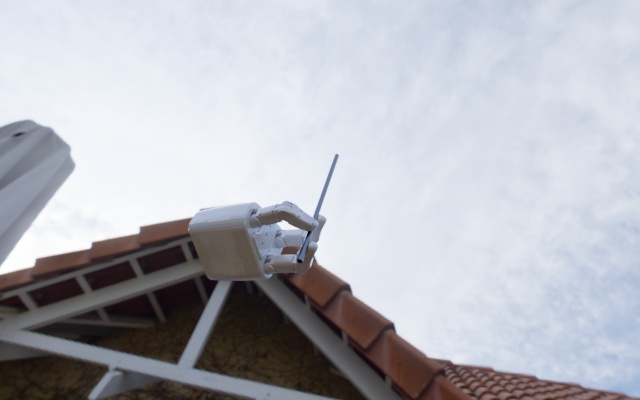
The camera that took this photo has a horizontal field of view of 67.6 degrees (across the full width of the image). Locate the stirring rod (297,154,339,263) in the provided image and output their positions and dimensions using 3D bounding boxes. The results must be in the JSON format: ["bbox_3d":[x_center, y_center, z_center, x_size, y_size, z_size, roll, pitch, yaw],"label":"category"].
[{"bbox_3d":[0.000,0.002,0.723,0.011,0.011,0.239,0,41,18],"label":"stirring rod"}]
